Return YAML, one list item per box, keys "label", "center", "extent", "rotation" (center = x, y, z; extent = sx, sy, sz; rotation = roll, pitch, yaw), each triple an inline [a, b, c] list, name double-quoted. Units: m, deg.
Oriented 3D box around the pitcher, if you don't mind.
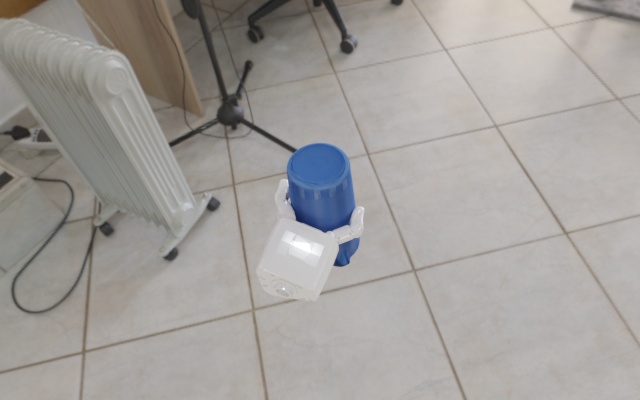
- label: "pitcher"
  center: [0.000, 0.003, 0.896]
  extent: [0.149, 0.145, 0.243]
  rotation: [14, -35, 16]
